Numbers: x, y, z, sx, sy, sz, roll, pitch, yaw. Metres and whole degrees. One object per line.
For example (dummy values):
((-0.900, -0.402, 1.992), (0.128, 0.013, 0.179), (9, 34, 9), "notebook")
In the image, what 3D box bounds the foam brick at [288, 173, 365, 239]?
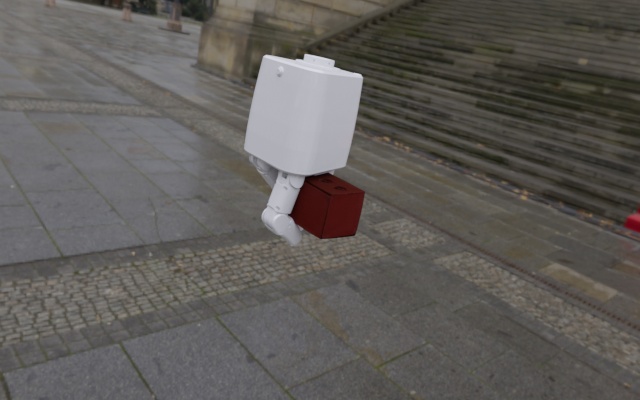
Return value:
((0.000, 0.002, 0.517), (0.053, 0.051, 0.078), (-4, 25, -43), "foam brick")
